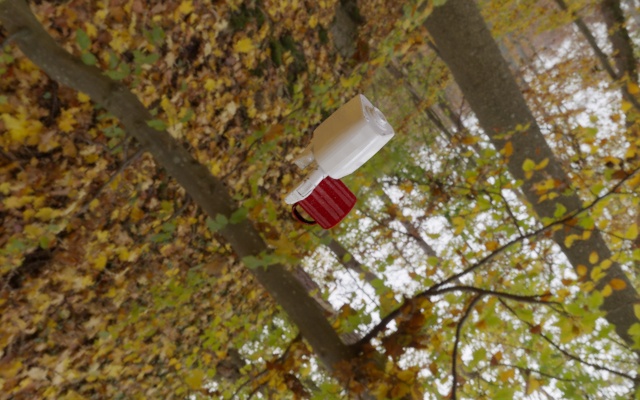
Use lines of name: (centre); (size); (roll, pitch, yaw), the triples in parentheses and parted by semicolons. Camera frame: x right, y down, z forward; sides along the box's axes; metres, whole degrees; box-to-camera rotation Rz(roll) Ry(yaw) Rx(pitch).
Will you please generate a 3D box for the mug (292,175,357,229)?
mug: (-0.001, 0.004, 0.838); (0.117, 0.081, 0.093); (-40, 12, 26)
